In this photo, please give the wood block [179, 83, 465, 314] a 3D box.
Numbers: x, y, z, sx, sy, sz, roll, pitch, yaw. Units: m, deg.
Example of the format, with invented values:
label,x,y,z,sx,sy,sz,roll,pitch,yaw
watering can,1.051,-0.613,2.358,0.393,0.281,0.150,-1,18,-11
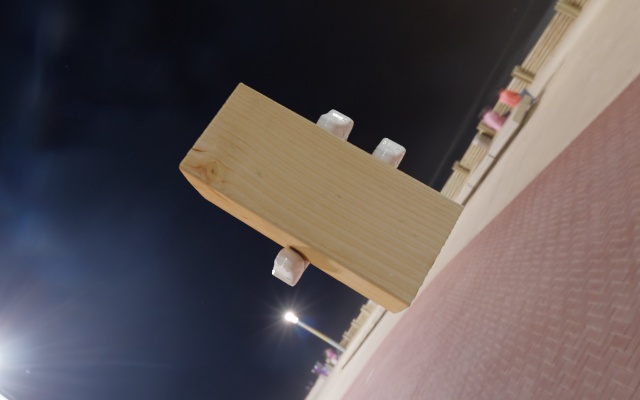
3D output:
label,x,y,z,sx,sy,sz,roll,pitch,yaw
wood block,0.000,0.002,0.407,0.206,0.091,0.090,30,-14,9
